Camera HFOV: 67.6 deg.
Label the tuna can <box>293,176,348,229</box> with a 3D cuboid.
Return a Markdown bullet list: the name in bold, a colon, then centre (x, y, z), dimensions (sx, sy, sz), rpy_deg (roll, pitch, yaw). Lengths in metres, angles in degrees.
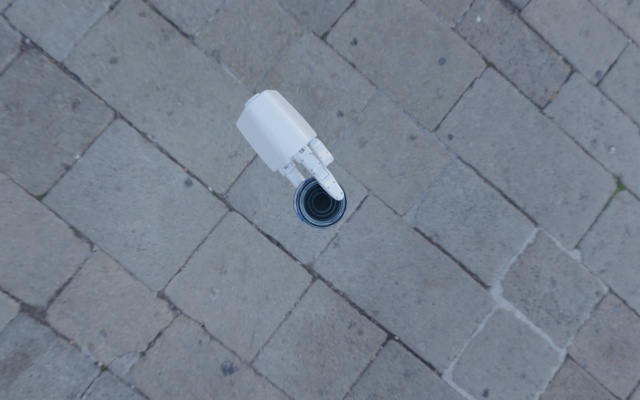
- **tuna can**: centre (0.000, 0.003, 0.775), dimensions (0.086, 0.086, 0.034), rpy_deg (0, 1, -12)
